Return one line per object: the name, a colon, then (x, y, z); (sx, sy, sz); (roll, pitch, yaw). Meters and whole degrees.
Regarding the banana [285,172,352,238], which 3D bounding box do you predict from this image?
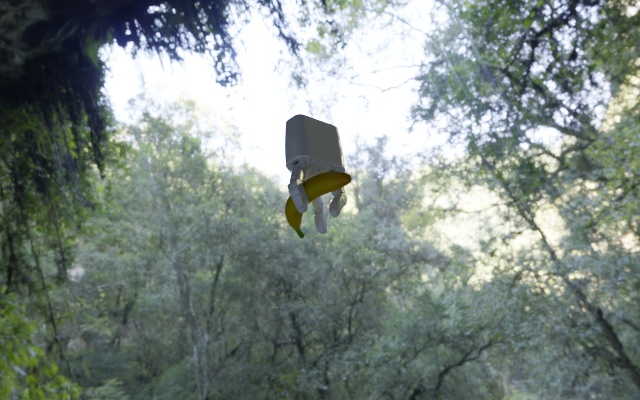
banana: (-0.018, -0.004, 0.870); (0.069, 0.037, 0.198); (27, -43, -12)
